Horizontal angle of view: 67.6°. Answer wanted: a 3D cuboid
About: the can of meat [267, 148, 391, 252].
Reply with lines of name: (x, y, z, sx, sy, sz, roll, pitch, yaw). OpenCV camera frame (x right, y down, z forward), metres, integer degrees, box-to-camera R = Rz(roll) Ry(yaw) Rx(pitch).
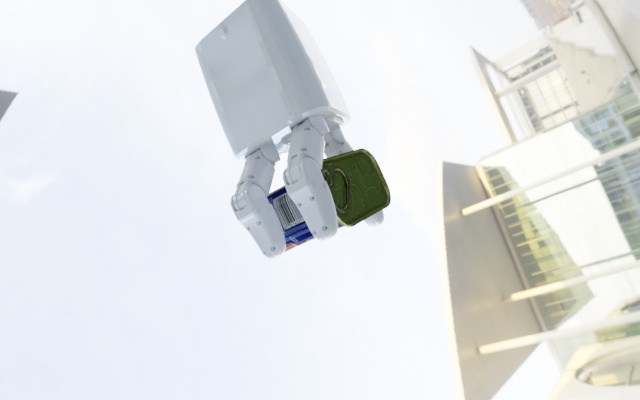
can of meat: (0.000, 0.002, 0.417, 0.084, 0.057, 0.102, -26, -1, 34)
